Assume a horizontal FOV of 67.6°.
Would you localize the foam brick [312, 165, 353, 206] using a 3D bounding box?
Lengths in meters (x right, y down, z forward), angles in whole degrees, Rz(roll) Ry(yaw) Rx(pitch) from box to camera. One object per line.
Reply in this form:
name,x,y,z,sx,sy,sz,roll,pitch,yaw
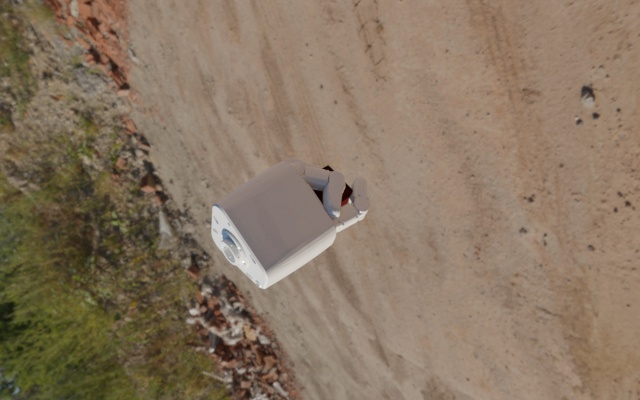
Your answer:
foam brick,0.000,0.002,0.636,0.051,0.053,0.078,-33,-21,-30
